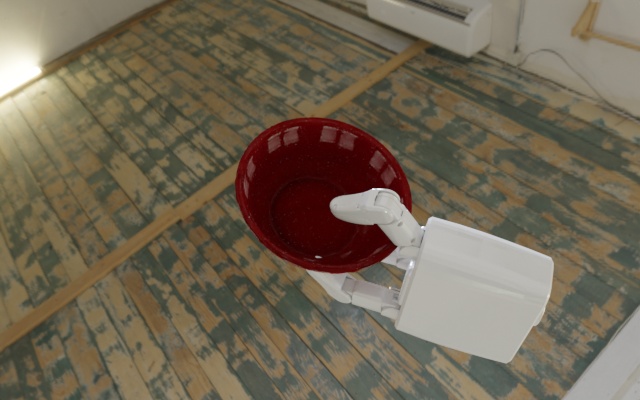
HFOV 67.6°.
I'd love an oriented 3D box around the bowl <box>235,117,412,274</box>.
[{"bbox_3d":[-0.001,0.001,0.447,0.162,0.162,0.055,0,-30,-15],"label":"bowl"}]
